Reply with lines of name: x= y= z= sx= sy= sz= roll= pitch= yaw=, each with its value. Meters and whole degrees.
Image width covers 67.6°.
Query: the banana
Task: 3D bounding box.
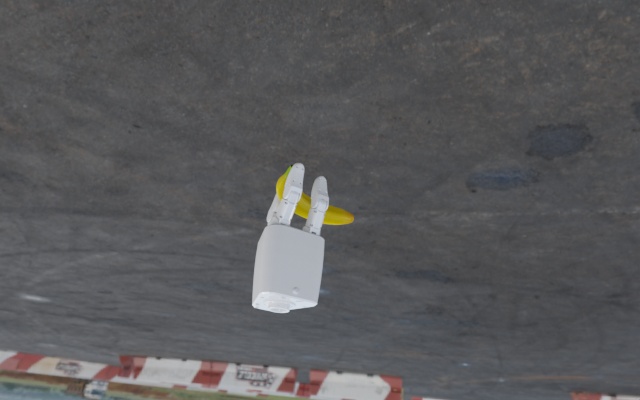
banana: x=-0.017 y=0.005 z=0.819 sx=0.069 sy=0.037 sz=0.198 roll=-14 pitch=-32 yaw=30
